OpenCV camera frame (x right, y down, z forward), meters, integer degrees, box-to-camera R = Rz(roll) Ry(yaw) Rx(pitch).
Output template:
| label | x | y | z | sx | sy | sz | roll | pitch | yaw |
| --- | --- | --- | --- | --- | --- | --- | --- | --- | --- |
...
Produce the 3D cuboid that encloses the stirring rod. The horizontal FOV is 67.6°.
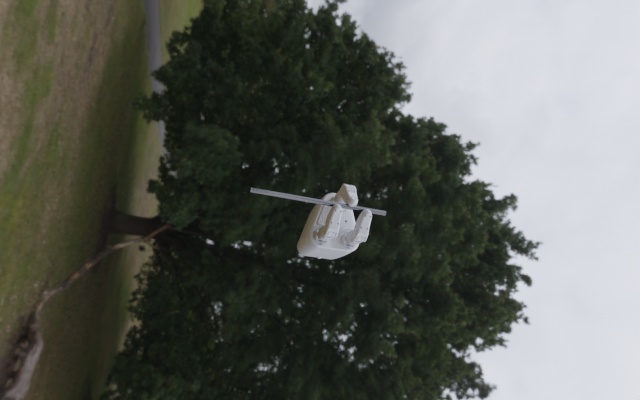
| label | x | y | z | sx | sy | sz | roll | pitch | yaw |
| --- | --- | --- | --- | --- | --- | --- | --- | --- | --- |
| stirring rod | 0.000 | 0.003 | 0.810 | 0.239 | 0.011 | 0.011 | 10 | -3 | -15 |
